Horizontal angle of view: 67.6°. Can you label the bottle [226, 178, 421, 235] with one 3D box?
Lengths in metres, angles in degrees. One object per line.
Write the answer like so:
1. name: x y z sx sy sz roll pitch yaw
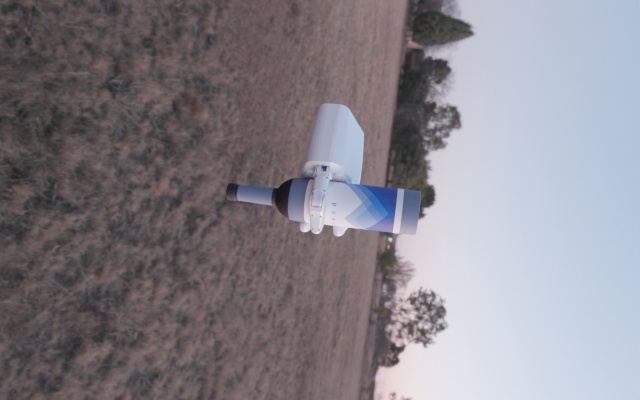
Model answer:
1. bottle: 0.000 0.002 0.731 0.296 0.069 0.069 7 1 8
